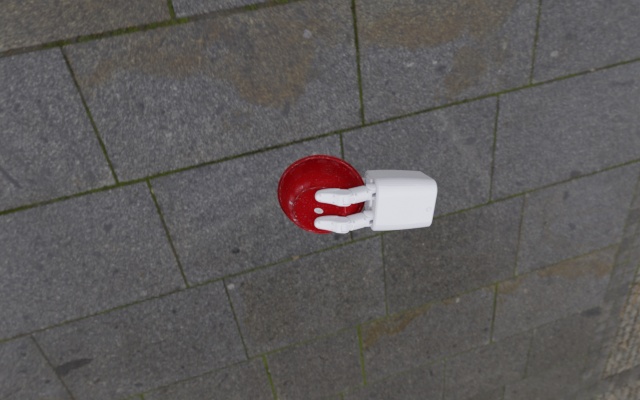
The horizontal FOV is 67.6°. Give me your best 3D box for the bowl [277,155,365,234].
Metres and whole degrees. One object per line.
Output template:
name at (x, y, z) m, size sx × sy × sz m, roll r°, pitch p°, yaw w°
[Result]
bowl at (-0.001, 0.003, 0.844) m, size 0.162 × 0.162 × 0.055 m, roll 0°, pitch 31°, yaw 4°
